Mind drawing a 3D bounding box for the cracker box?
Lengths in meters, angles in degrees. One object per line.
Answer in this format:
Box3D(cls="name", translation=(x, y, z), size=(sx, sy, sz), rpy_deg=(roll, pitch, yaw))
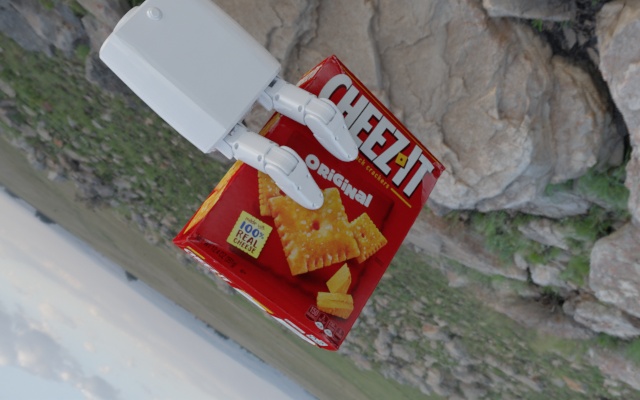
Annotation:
Box3D(cls="cracker box", translation=(0.000, 0.002, 0.440), size=(0.164, 0.213, 0.072), rpy_deg=(41, -21, -18))
